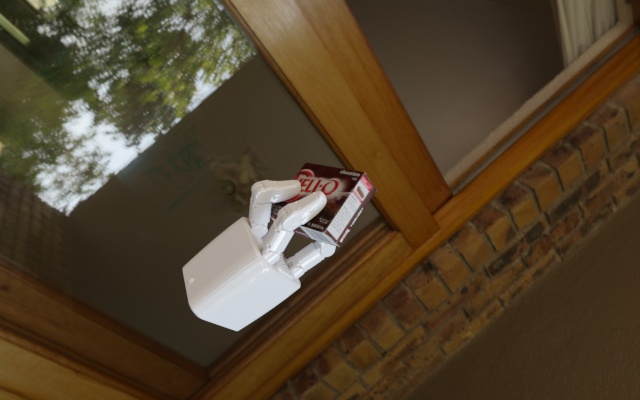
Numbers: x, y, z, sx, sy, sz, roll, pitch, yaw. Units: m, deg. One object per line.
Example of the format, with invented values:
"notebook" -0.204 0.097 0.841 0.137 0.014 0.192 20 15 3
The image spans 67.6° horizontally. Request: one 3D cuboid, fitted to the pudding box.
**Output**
"pudding box" 0.000 0.002 0.589 0.113 0.090 0.039 15 -26 46
